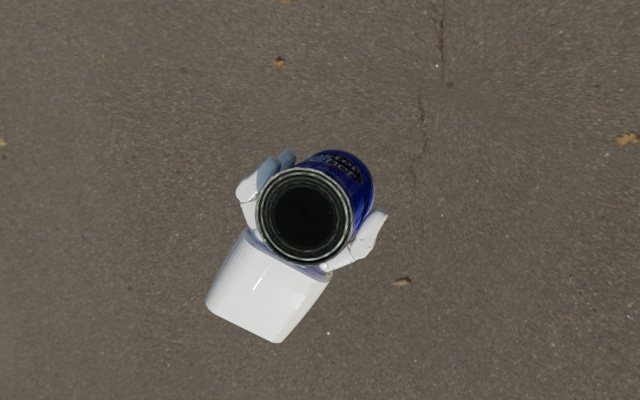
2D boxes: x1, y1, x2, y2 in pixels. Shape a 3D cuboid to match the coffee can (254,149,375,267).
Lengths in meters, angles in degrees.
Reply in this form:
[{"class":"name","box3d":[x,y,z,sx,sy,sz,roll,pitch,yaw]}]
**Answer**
[{"class":"coffee can","box3d":[0.000,0.002,0.536,0.103,0.103,0.140,0,13,15]}]
